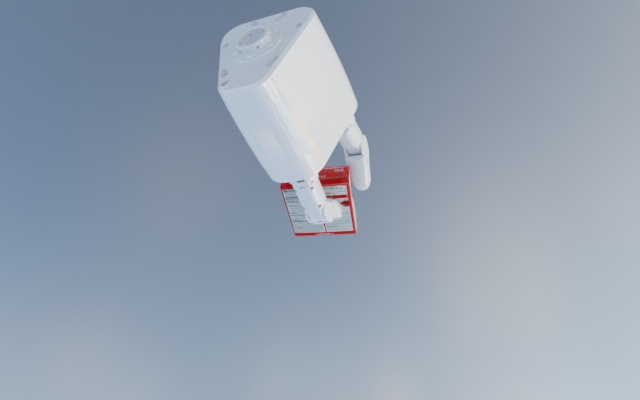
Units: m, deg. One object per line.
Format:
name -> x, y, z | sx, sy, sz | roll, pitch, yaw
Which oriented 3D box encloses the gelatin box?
gelatin box -> 0.000, 0.002, 0.531 | 0.073, 0.030, 0.089 | -4, -42, 8
